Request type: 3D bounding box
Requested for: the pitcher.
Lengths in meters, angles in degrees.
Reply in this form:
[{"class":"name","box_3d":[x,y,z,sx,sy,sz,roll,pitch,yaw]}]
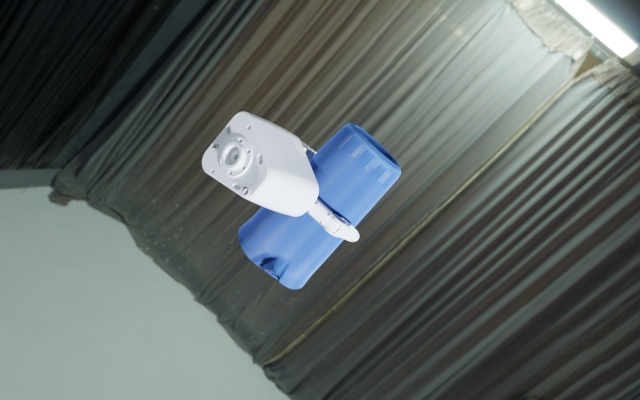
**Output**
[{"class":"pitcher","box_3d":[0.000,0.002,0.721,0.145,0.243,0.149,21,26,-55]}]
